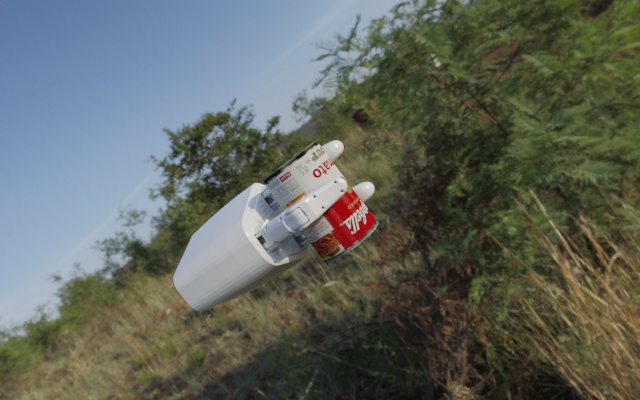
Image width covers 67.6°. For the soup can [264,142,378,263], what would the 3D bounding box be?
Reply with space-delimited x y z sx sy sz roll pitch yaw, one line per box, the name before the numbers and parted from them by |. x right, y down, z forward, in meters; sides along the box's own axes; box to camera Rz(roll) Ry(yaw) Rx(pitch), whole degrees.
soup can | 0.000 0.001 0.474 0.068 0.102 0.068 -37 5 4
